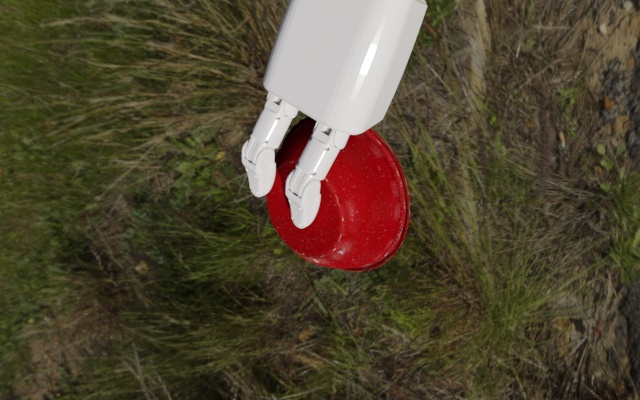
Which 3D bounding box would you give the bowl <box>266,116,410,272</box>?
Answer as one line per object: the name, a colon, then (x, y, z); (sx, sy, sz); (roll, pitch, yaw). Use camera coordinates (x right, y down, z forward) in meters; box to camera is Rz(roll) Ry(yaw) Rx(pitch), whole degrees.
bowl: (0.000, 0.003, 0.449); (0.162, 0.162, 0.055); (0, 17, 41)
